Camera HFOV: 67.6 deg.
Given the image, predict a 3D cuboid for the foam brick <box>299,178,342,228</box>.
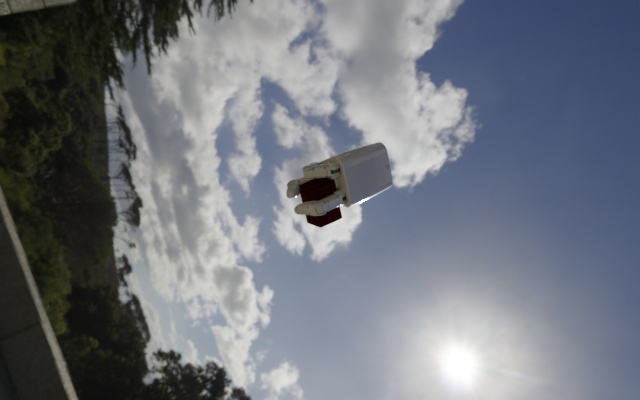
[{"bbox_3d":[0.000,0.003,0.889,0.051,0.078,0.053,-23,21,-26],"label":"foam brick"}]
